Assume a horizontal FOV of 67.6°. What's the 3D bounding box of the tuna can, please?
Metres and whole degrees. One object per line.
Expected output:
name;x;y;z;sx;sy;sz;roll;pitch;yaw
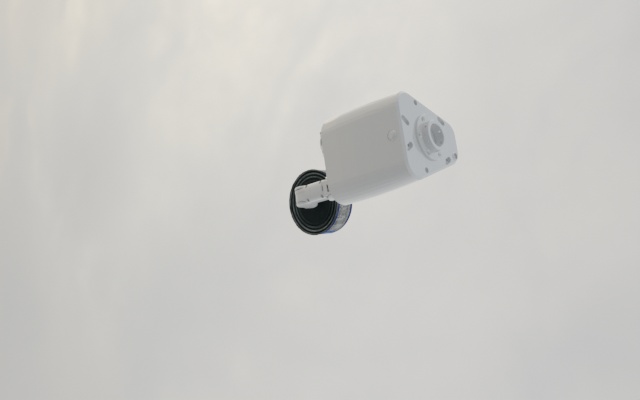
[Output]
tuna can;0.000;0.002;0.629;0.086;0.086;0.034;0;1;42
